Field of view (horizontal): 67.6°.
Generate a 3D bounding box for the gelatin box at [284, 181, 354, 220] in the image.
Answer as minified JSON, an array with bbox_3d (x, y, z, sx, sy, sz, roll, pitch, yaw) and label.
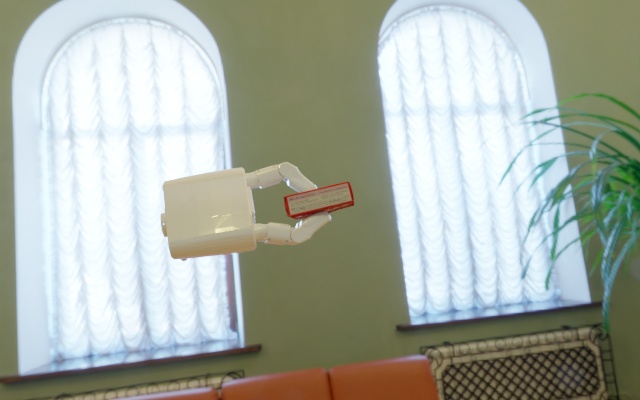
[{"bbox_3d":[0.000,0.002,0.640,0.089,0.030,0.073,-14,-6,3],"label":"gelatin box"}]
